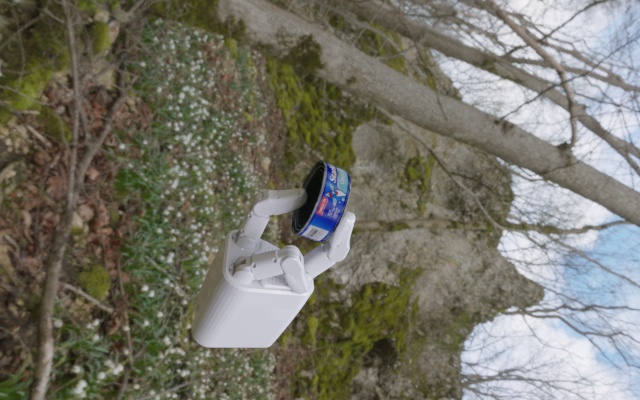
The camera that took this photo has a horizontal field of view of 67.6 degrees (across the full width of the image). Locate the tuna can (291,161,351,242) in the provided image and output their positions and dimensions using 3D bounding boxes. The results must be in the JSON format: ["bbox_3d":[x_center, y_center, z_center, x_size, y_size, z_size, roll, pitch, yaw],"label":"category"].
[{"bbox_3d":[0.001,0.002,0.528,0.034,0.086,0.086,21,-6,-16],"label":"tuna can"}]
